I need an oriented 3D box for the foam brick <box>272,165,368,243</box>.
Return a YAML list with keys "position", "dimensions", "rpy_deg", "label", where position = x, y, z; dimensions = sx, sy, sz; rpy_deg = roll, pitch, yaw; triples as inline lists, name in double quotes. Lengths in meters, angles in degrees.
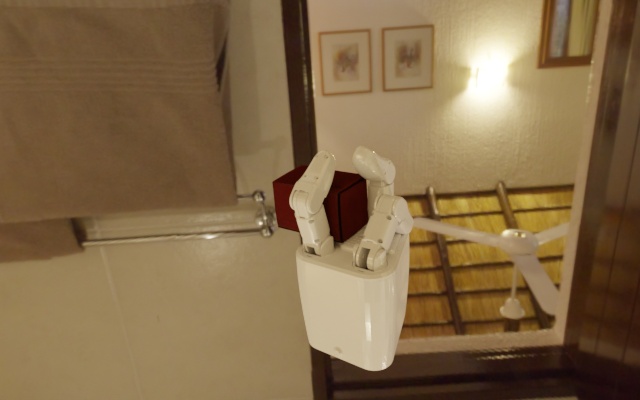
- position: [0.000, 0.001, 0.465]
  dimensions: [0.078, 0.051, 0.053]
  rpy_deg: [12, 28, 33]
  label: "foam brick"
